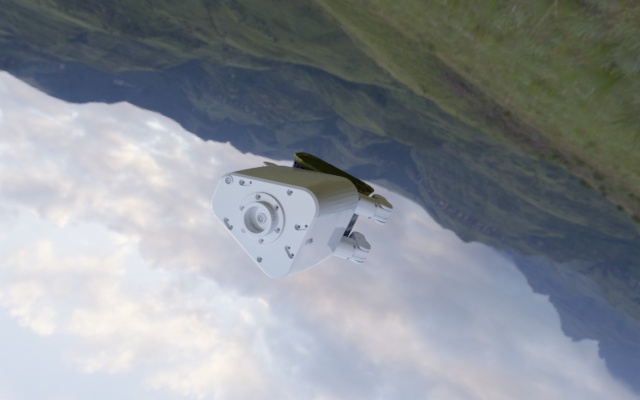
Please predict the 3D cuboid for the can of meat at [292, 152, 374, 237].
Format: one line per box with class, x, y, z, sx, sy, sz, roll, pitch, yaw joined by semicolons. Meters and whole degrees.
can of meat;0.000;0.002;0.577;0.102;0.084;0.057;29;15;13
